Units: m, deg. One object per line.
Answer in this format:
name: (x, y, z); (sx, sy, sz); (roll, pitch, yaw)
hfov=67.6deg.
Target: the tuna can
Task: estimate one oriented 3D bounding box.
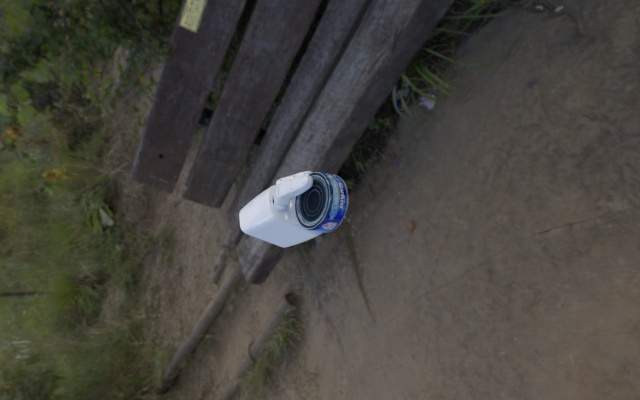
tuna can: (0.000, 0.002, 0.687); (0.034, 0.086, 0.086); (11, -7, -38)
